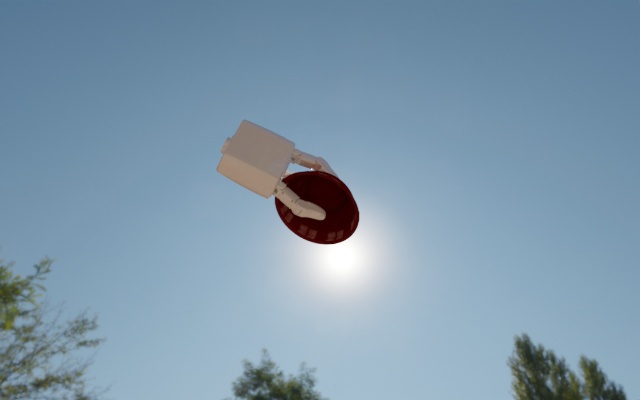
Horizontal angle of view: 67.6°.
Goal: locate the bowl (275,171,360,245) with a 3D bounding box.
[{"bbox_3d":[0.001,0.004,0.875,0.162,0.162,0.055,0,34,23],"label":"bowl"}]
